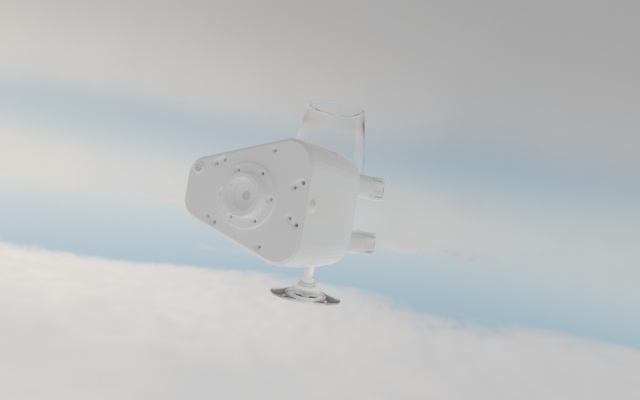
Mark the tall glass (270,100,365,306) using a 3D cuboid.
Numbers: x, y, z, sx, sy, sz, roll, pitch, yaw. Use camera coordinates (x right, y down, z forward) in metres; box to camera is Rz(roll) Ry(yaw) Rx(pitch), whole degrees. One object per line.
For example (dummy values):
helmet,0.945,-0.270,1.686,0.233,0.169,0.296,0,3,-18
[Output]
tall glass,0.000,0.002,0.498,0.079,0.201,0.079,9,-1,0
